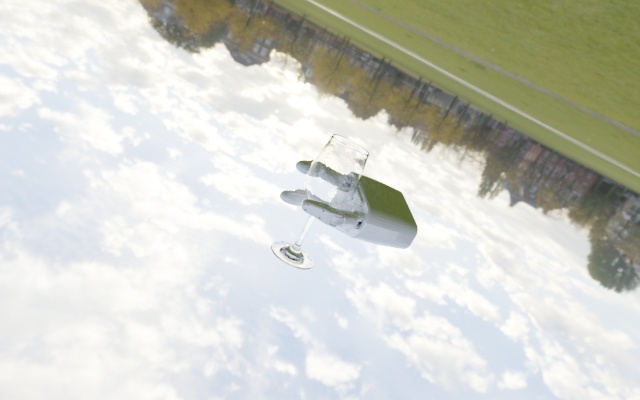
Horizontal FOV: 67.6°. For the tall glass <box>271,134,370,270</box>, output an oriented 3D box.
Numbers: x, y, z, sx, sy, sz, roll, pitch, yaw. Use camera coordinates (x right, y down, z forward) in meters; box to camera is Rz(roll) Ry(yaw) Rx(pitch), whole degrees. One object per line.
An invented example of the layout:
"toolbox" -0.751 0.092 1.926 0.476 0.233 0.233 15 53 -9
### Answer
"tall glass" 0.000 0.003 0.721 0.079 0.201 0.079 25 18 -9
